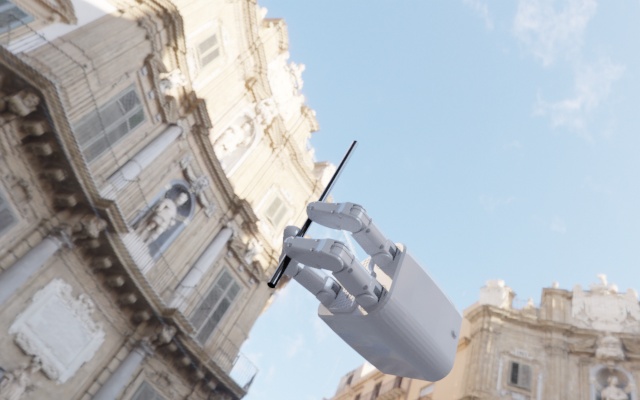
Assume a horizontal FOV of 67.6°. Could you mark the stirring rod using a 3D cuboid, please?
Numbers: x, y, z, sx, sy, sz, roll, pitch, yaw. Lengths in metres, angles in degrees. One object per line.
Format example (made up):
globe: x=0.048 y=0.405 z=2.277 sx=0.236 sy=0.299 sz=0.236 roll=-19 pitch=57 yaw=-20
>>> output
stirring rod: x=0.000 y=0.002 z=0.501 sx=0.011 sy=0.011 sz=0.239 roll=0 pitch=37 yaw=27
